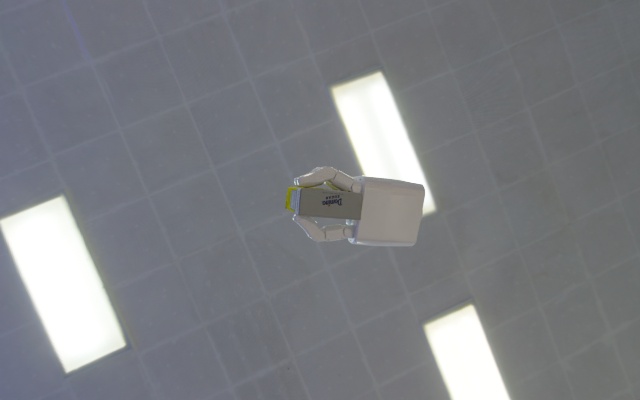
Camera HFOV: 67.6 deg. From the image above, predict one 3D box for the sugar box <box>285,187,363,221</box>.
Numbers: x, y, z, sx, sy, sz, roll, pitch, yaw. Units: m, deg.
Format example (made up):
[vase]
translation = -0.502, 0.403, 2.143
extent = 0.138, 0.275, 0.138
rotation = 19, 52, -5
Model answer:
[sugar box]
translation = 0.000, 0.002, 0.754
extent = 0.093, 0.048, 0.176
rotation = 5, -1, -11
